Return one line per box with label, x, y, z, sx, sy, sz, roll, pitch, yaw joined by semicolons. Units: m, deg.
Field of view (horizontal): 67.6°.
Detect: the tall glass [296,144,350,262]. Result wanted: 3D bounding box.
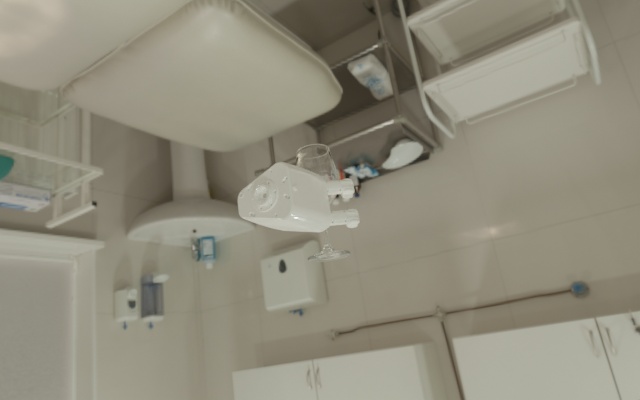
tall glass;0.000;0.003;0.848;0.079;0.201;0.079;-8;-18;-3
